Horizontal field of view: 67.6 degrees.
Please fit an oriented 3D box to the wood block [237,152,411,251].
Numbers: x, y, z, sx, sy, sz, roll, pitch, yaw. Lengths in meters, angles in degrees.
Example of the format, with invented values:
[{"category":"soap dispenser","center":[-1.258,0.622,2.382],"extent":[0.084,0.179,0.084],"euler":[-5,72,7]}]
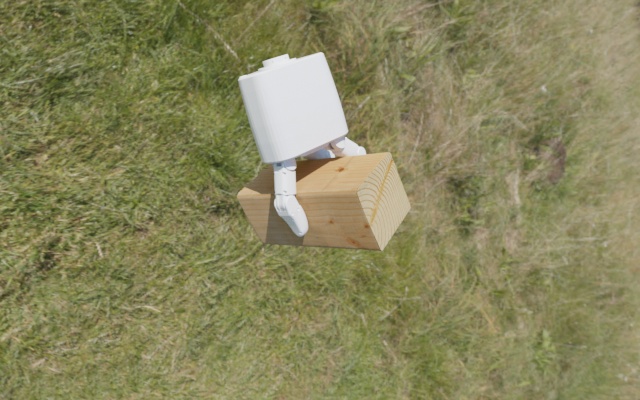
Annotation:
[{"category":"wood block","center":[0.000,0.002,0.642],"extent":[0.206,0.090,0.090],"euler":[-1,34,40]}]
